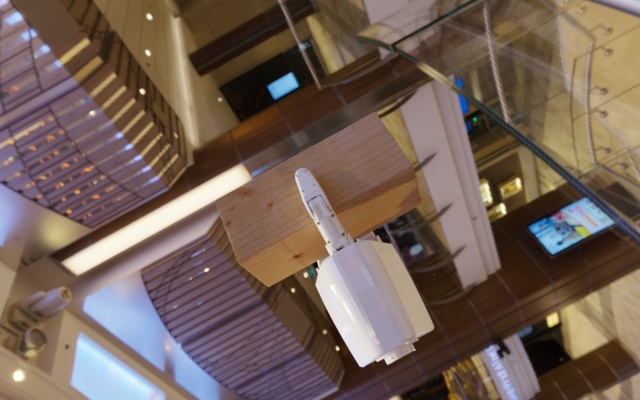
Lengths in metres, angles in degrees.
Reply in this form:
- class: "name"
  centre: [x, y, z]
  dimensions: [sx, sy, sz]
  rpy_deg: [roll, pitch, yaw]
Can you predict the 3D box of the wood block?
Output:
- class: "wood block"
  centre: [0.000, 0.002, 0.547]
  dimensions: [0.206, 0.090, 0.091]
  rpy_deg: [-29, -32, 2]
